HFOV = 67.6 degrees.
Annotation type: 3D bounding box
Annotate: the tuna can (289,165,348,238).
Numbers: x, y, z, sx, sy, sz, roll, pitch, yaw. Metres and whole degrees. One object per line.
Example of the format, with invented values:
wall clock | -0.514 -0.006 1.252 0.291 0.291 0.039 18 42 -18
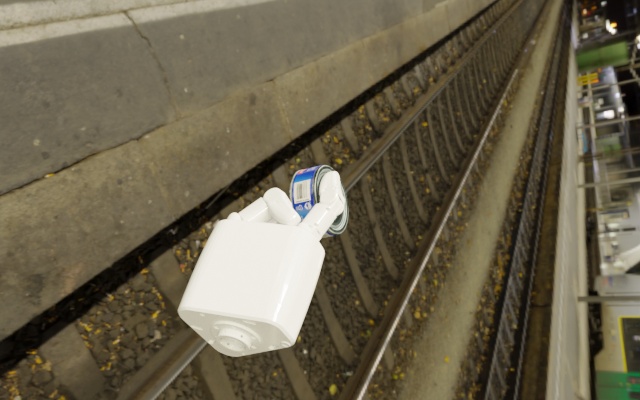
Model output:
tuna can | 0.001 0.002 0.565 0.034 0.086 0.086 -12 -6 27
